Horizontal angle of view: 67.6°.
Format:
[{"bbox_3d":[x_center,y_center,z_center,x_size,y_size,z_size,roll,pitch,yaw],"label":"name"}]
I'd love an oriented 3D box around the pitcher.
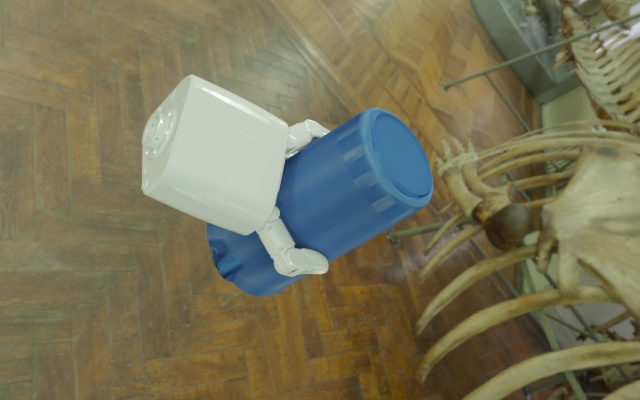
[{"bbox_3d":[0.000,0.002,0.527,0.145,0.149,0.243,26,-42,-36],"label":"pitcher"}]
